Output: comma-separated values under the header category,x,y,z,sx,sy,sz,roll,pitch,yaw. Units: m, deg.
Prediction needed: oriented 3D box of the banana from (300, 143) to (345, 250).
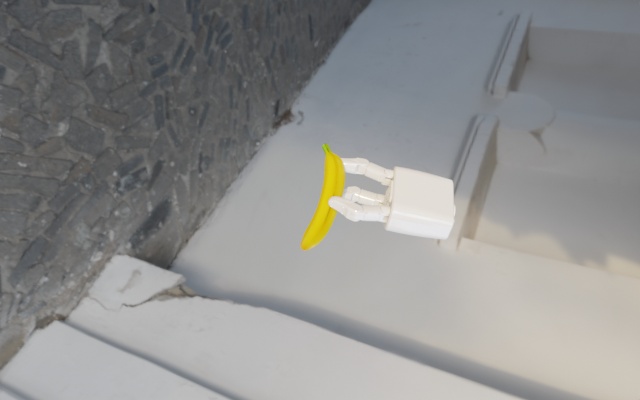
category,x,y,z,sx,sy,sz,roll,pitch,yaw
banana,0.008,0.004,0.832,0.037,0.198,0.069,9,12,-24
